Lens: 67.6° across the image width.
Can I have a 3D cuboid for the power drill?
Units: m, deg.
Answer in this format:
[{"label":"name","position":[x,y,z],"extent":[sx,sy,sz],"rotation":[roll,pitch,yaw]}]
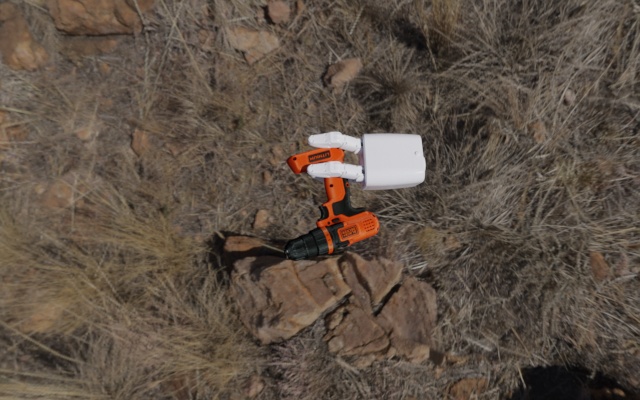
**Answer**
[{"label":"power drill","position":[0.000,0.002,0.869],"extent":[0.184,0.187,0.057],"rotation":[-18,2,-19]}]
